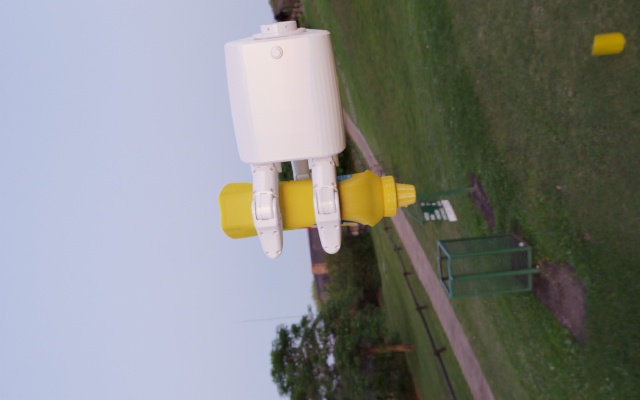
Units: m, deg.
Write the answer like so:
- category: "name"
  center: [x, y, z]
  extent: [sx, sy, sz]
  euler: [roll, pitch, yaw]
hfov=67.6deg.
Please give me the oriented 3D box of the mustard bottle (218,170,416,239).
- category: "mustard bottle"
  center: [0.000, 0.002, 0.487]
  extent: [0.191, 0.058, 0.096]
  euler: [-6, -1, 3]
